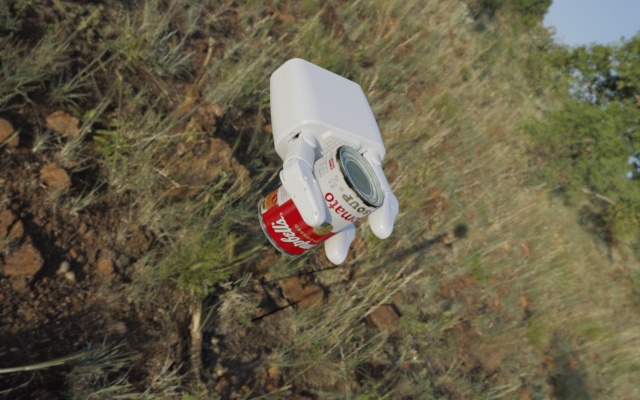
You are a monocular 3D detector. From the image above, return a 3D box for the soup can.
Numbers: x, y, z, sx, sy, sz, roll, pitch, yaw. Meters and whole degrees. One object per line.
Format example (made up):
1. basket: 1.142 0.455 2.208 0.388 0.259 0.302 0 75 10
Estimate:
1. soup can: 0.000 0.002 0.456 0.102 0.068 0.068 -33 -16 26
